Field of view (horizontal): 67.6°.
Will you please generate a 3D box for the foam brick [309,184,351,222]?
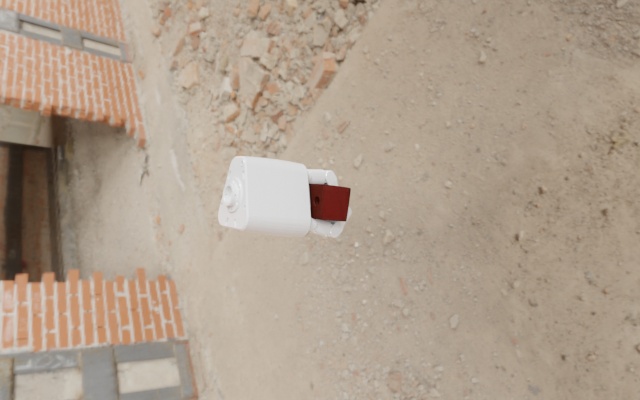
[{"bbox_3d":[0.000,0.002,0.732,0.051,0.053,0.078,7,-2,-37],"label":"foam brick"}]
